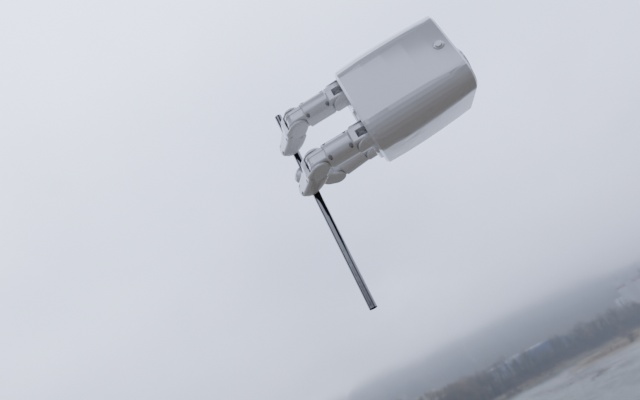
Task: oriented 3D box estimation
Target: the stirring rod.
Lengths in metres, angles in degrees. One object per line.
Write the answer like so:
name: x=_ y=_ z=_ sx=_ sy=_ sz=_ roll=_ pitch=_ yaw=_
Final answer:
stirring rod: x=0.000 y=0.002 z=0.487 sx=0.011 sy=0.239 sz=0.011 roll=-21 pitch=-27 yaw=-11
